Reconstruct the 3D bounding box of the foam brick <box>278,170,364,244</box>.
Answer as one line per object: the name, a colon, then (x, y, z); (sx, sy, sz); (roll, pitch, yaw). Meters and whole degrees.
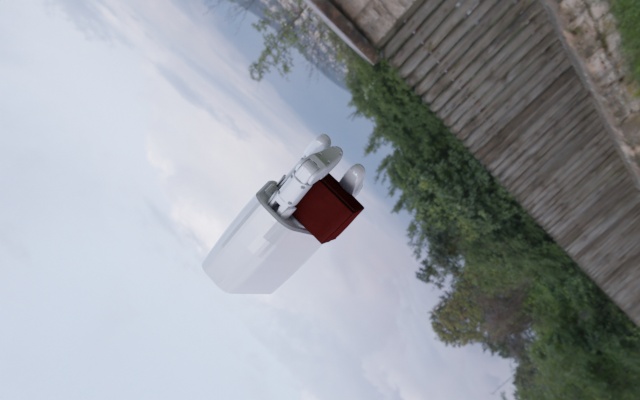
foam brick: (0.000, 0.002, 0.522); (0.078, 0.051, 0.053); (45, 14, 12)
